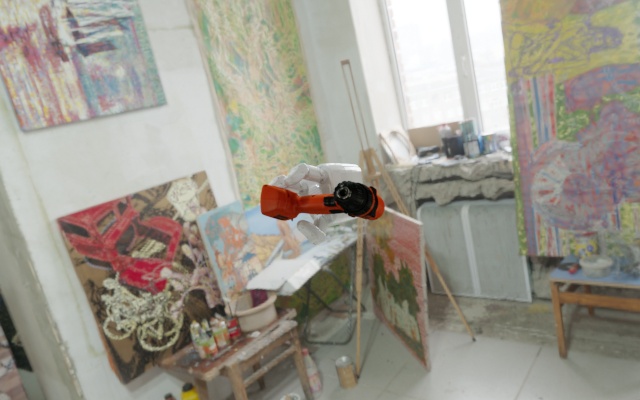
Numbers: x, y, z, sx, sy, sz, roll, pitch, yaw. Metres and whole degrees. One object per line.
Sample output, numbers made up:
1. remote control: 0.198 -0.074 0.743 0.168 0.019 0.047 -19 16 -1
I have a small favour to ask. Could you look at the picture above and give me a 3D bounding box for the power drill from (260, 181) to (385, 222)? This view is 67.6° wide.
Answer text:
1. power drill: 0.000 0.003 0.781 0.187 0.057 0.184 1 -9 21
